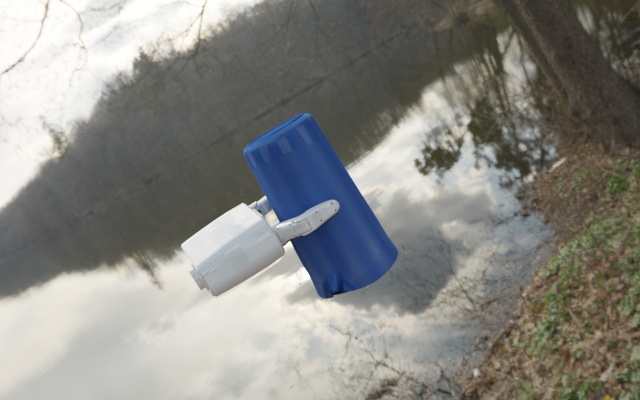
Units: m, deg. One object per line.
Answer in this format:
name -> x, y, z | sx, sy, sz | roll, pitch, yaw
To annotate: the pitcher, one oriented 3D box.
pitcher -> 0.000, 0.002, 0.680 | 0.145, 0.243, 0.149 | -33, 13, -16
